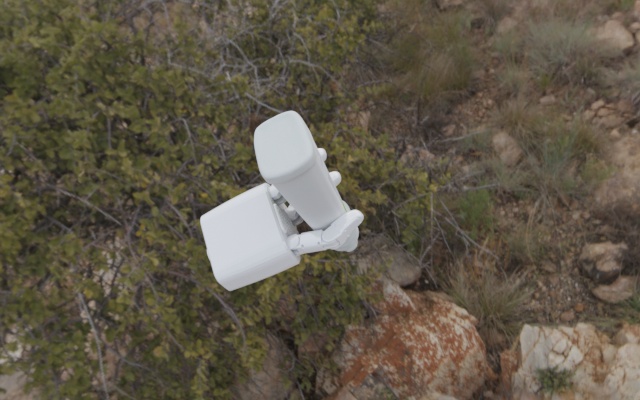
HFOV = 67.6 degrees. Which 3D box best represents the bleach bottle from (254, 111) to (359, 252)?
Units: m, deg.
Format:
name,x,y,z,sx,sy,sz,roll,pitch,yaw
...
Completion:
name,x,y,z,sx,sy,sz,roll,pitch,yaw
bleach bottle,0.000,0.002,0.632,0.068,0.102,0.251,-25,-41,7
